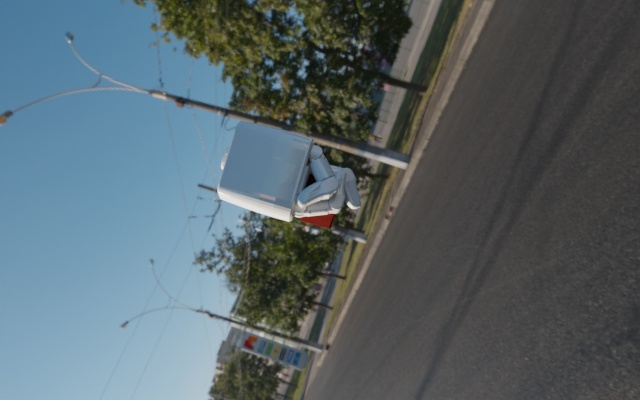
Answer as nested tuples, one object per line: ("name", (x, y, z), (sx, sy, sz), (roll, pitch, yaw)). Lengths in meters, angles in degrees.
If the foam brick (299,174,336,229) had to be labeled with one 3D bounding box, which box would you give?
("foam brick", (0.000, 0.003, 0.706), (0.051, 0.053, 0.078), (14, -19, 1))
